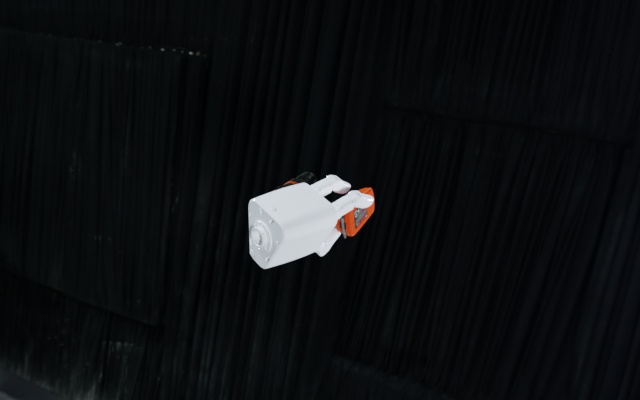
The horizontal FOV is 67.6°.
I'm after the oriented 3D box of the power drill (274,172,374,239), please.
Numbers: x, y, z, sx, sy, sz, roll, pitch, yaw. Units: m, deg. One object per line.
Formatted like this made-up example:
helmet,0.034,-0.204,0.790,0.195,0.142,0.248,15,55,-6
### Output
power drill,0.000,0.003,0.884,0.187,0.057,0.184,6,32,29
